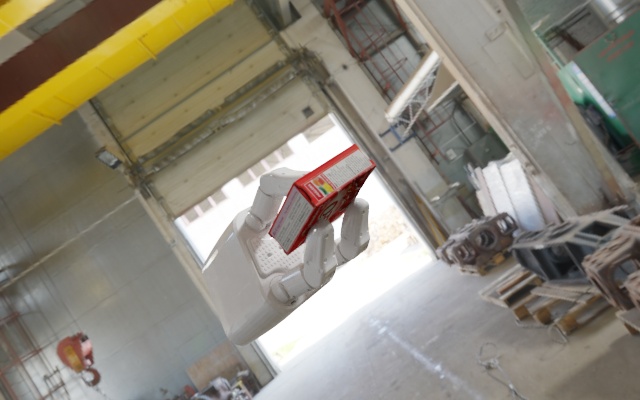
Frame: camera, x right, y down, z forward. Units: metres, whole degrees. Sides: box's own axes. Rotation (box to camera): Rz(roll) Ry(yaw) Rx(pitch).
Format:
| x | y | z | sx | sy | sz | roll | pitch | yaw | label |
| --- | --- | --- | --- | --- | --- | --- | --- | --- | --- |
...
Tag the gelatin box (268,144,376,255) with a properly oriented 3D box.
| x | y | z | sx | sy | sz | roll | pitch | yaw | label |
| --- | --- | --- | --- | --- | --- | --- | --- | --- | --- |
| 0.000 | 0.001 | 0.406 | 0.073 | 0.030 | 0.089 | -34 | -15 | -34 | gelatin box |
